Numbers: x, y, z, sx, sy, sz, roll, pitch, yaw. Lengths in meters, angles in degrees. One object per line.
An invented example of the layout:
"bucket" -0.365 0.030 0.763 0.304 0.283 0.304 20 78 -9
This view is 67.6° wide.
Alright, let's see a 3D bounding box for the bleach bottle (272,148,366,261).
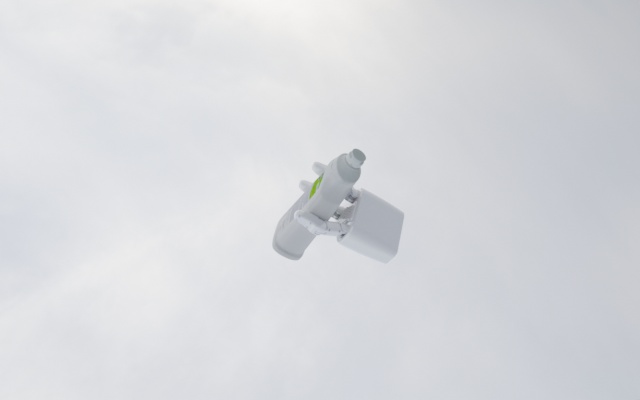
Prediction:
"bleach bottle" 0.000 0.003 0.871 0.068 0.102 0.251 28 -49 -16
